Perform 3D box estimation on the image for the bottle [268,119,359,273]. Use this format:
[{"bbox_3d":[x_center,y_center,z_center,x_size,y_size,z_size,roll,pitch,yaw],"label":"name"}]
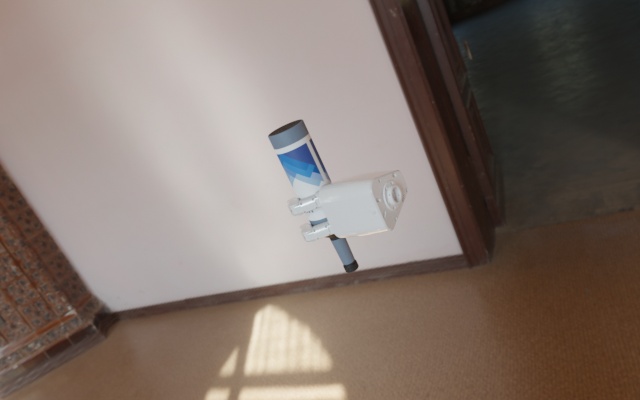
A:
[{"bbox_3d":[0.000,0.003,0.856,0.069,0.296,0.069,-23,19,8],"label":"bottle"}]
